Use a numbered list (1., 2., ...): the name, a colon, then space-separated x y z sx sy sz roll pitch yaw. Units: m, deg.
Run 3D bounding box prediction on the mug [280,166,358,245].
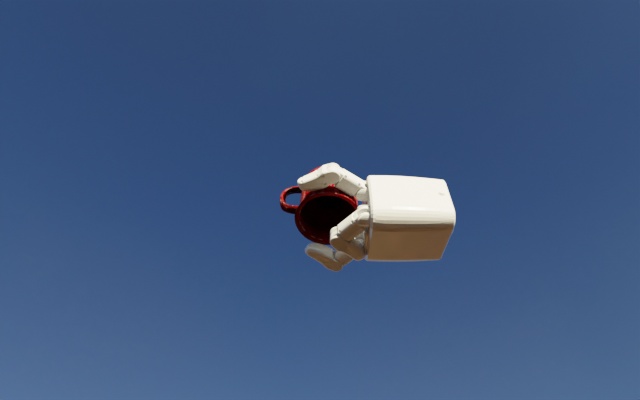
1. mug: -0.001 0.002 0.688 0.117 0.093 0.081 3 37 0
